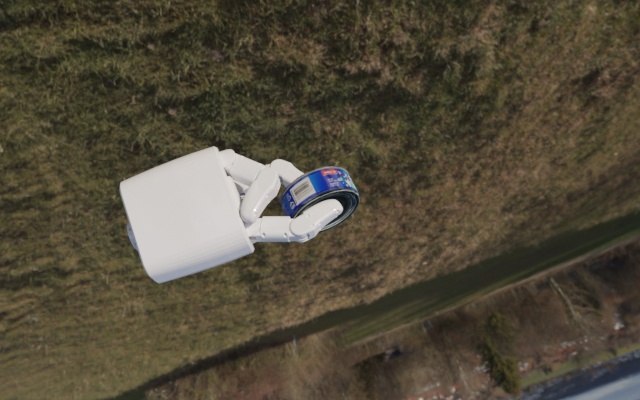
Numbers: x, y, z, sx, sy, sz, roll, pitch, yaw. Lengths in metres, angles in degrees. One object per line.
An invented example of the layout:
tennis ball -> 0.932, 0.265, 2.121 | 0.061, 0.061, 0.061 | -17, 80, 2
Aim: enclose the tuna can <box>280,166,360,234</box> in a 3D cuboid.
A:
tuna can -> 0.000, 0.002, 0.534 | 0.086, 0.033, 0.086 | -20, -29, -12
